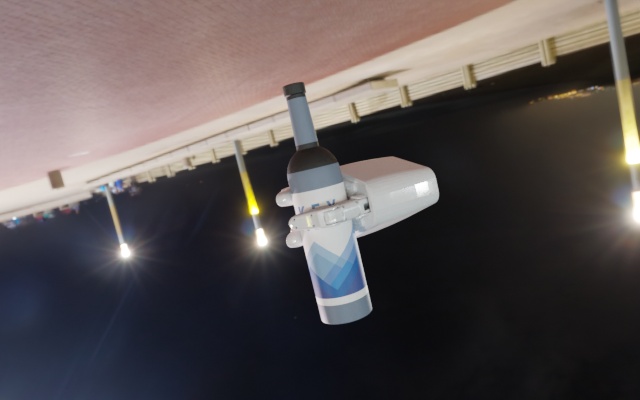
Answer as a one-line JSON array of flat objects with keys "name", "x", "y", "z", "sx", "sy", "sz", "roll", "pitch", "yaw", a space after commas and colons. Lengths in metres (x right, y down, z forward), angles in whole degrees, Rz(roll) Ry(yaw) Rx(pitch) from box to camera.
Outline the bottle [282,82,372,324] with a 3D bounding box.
[{"name": "bottle", "x": 0.000, "y": 0.002, "z": 0.594, "sx": 0.069, "sy": 0.296, "sz": 0.069, "roll": -13, "pitch": 6, "yaw": 1}]
